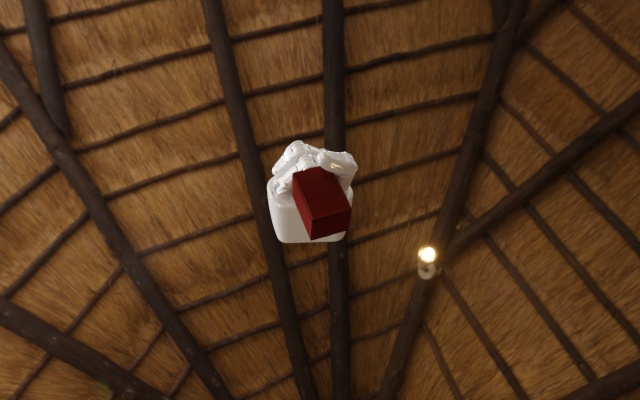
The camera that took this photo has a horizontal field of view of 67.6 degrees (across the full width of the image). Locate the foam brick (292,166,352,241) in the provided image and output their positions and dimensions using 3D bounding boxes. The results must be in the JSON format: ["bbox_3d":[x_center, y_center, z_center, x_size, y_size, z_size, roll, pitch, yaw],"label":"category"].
[{"bbox_3d":[0.000,0.002,0.605,0.053,0.078,0.051,-15,-33,-13],"label":"foam brick"}]
